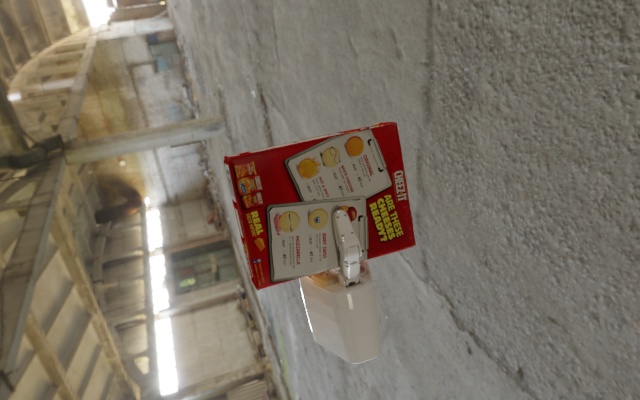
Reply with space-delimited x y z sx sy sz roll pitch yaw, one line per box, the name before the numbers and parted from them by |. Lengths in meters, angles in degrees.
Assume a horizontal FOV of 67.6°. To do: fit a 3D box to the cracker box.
cracker box | 0.000 0.002 0.605 0.213 0.164 0.072 -14 12 -14
